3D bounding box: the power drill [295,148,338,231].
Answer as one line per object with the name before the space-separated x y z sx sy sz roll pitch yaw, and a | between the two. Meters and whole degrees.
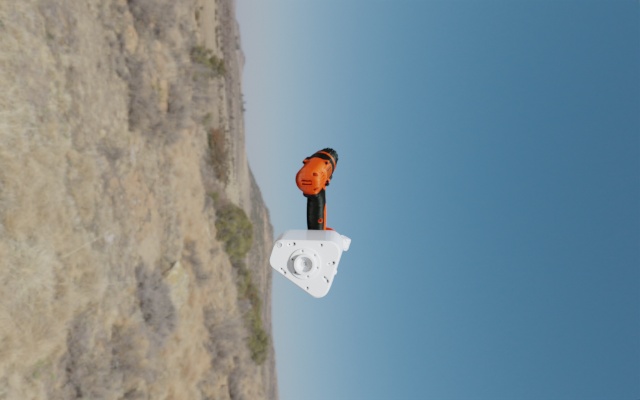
power drill | 0.000 0.003 0.898 0.057 0.188 0.184 1 20 16
